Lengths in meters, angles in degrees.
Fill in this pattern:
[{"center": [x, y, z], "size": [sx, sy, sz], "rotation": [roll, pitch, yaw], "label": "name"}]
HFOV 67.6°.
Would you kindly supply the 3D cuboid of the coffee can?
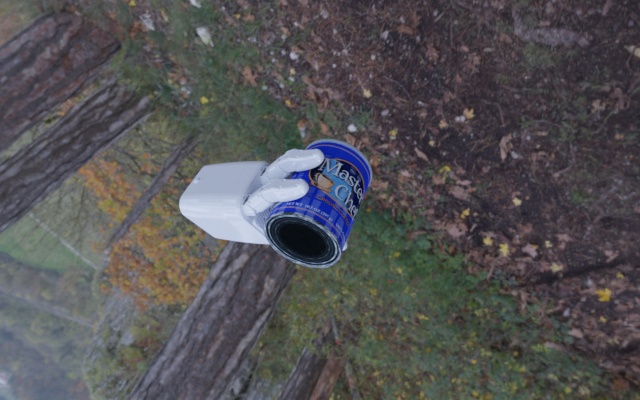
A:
[{"center": [0.000, 0.002, 0.628], "size": [0.103, 0.140, 0.103], "rotation": [15, -40, 13], "label": "coffee can"}]
